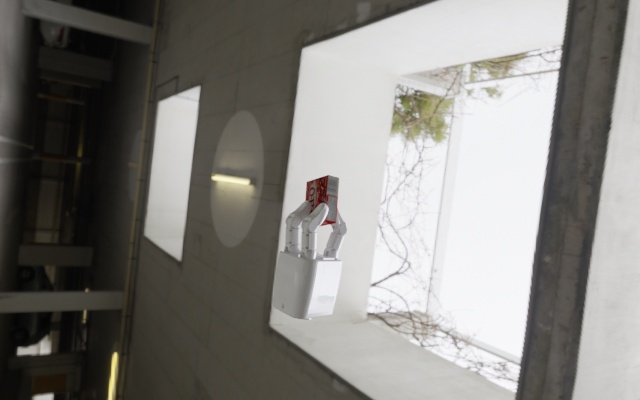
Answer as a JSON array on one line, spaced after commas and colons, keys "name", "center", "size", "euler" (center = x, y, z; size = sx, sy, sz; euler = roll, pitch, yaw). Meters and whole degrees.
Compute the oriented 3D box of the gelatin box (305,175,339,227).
[{"name": "gelatin box", "center": [0.001, 0.003, 0.888], "size": [0.030, 0.089, 0.073], "euler": [13, -15, -32]}]
